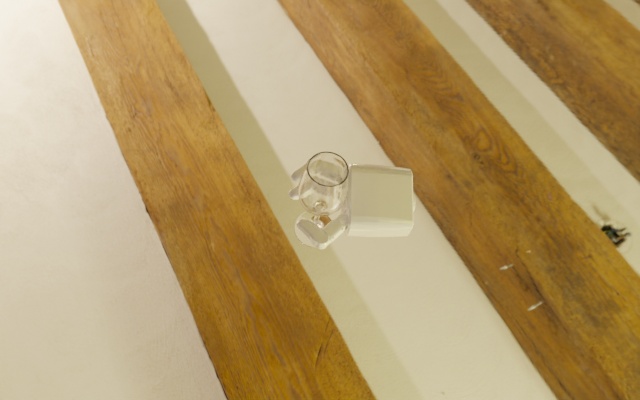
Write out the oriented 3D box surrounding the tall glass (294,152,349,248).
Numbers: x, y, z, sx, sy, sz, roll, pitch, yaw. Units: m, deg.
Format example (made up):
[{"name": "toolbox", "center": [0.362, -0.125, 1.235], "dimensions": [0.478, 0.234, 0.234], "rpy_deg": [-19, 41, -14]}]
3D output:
[{"name": "tall glass", "center": [0.000, 0.003, 0.778], "dimensions": [0.079, 0.079, 0.201], "rpy_deg": [0, -29, -7]}]
